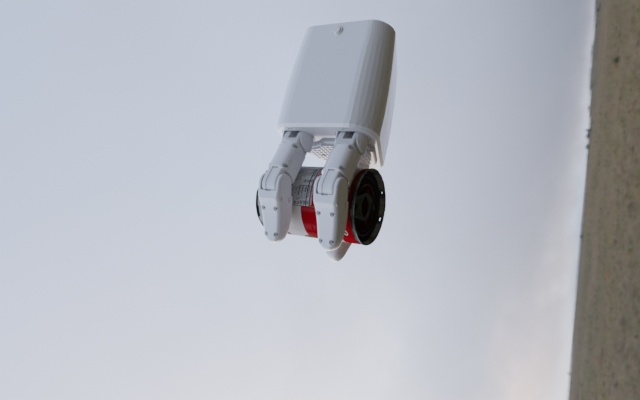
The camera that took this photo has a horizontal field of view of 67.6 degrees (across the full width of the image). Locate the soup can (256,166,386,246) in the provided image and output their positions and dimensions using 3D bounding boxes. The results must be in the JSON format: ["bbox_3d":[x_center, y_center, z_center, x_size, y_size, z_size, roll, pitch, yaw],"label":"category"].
[{"bbox_3d":[0.000,0.002,0.440,0.102,0.068,0.068,6,3,29],"label":"soup can"}]
